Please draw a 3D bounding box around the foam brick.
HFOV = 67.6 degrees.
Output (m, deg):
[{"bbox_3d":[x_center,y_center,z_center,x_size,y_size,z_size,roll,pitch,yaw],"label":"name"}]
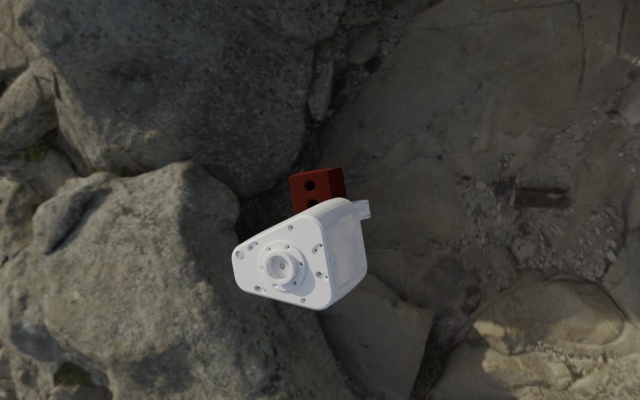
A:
[{"bbox_3d":[0.000,0.002,0.575,0.053,0.078,0.051,-8,4,22],"label":"foam brick"}]
